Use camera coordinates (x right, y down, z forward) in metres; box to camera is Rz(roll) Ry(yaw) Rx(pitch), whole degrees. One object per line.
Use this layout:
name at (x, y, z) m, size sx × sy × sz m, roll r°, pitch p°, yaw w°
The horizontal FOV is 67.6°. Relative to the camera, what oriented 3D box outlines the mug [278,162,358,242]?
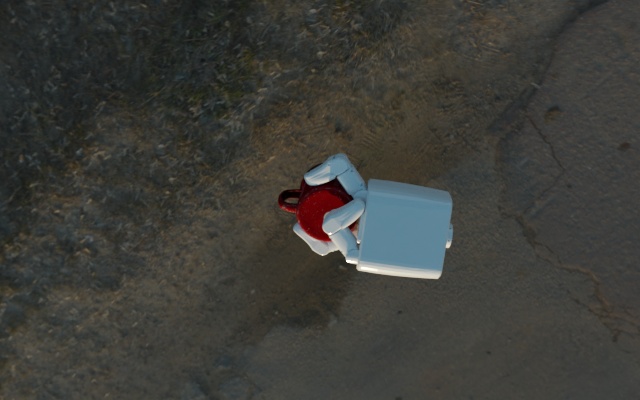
mug at (-0.001, 0.002, 0.650) m, size 0.117 × 0.093 × 0.081 m, roll 7°, pitch 23°, yaw 4°
